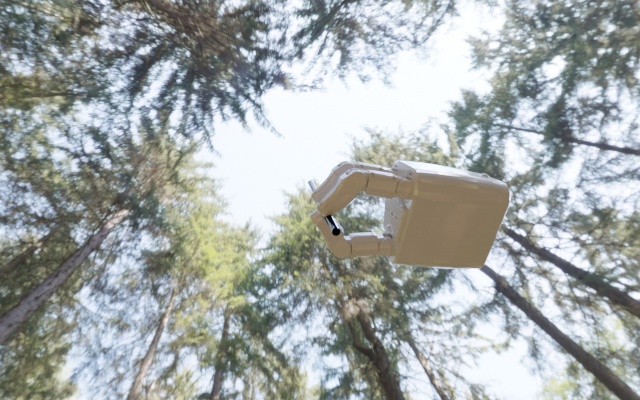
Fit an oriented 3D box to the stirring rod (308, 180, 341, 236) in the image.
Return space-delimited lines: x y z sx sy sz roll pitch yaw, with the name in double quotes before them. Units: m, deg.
"stirring rod" 0.000 0.002 0.552 0.011 0.011 0.239 0 13 -7
